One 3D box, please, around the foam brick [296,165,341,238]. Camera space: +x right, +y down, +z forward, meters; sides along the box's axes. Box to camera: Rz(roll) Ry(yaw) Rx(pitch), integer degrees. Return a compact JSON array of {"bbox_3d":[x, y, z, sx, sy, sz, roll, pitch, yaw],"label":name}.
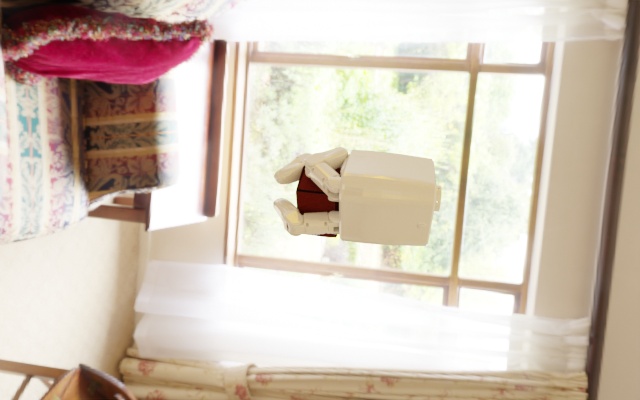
[{"bbox_3d":[0.000,0.002,0.609,0.051,0.078,0.053,6,43,8],"label":"foam brick"}]
